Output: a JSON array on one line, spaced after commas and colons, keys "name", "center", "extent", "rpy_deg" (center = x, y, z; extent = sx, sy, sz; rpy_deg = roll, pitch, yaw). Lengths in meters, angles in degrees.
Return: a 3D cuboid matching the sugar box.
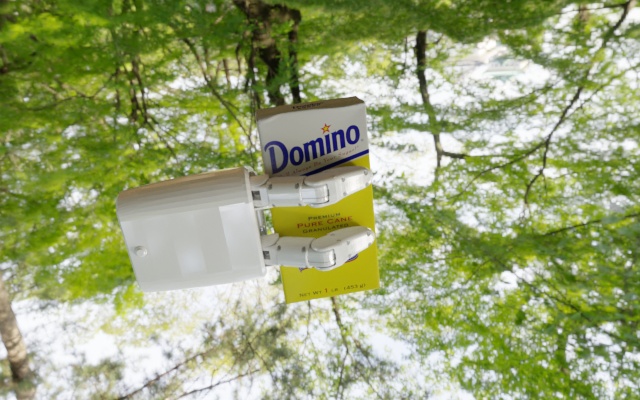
[{"name": "sugar box", "center": [0.000, 0.002, 0.430], "extent": [0.093, 0.176, 0.048], "rpy_deg": [-10, 23, -5]}]
